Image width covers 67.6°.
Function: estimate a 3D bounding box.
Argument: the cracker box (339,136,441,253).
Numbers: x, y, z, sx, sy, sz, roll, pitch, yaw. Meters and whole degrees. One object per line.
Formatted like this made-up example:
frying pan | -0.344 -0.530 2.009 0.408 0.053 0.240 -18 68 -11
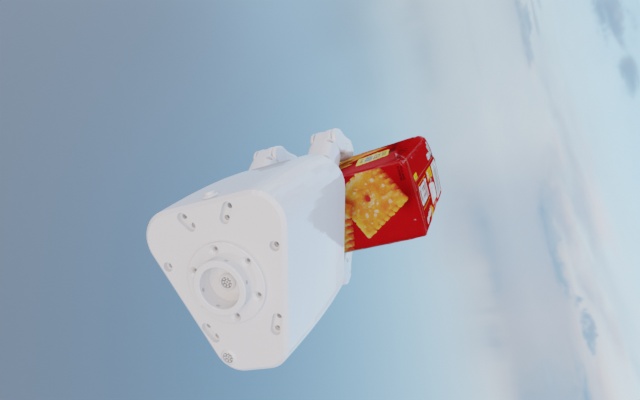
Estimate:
cracker box | 0.000 0.002 0.464 0.214 0.072 0.164 -13 9 21
